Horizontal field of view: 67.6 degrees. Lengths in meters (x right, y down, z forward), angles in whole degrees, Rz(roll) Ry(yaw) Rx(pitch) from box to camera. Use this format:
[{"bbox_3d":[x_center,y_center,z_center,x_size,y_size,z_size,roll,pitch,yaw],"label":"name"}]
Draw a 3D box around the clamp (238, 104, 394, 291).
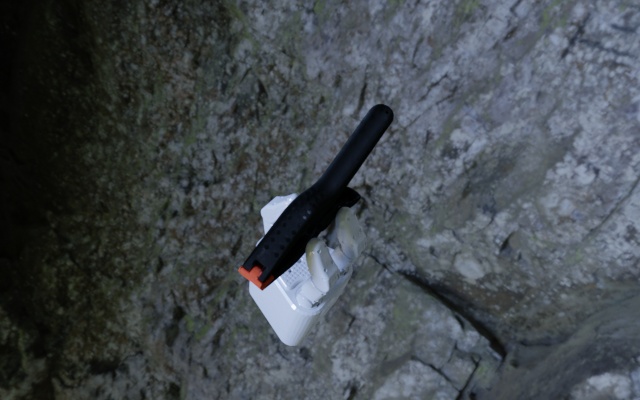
[{"bbox_3d":[-0.001,0.002,0.481,0.036,0.165,0.210,35,52,14],"label":"clamp"}]
